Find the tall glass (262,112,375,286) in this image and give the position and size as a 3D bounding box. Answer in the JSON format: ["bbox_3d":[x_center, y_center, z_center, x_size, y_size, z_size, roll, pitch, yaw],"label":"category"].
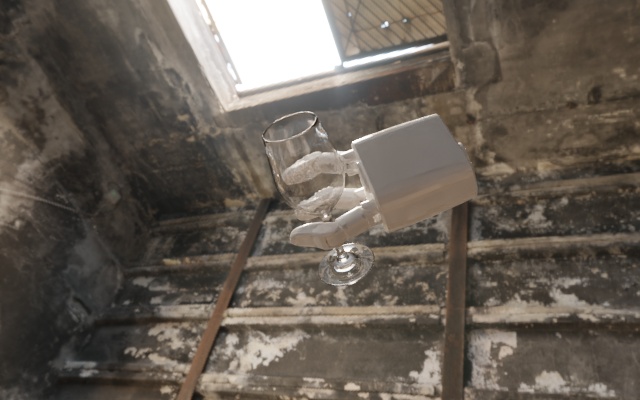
[{"bbox_3d":[0.000,0.002,0.546,0.079,0.201,0.079,-16,32,11],"label":"tall glass"}]
